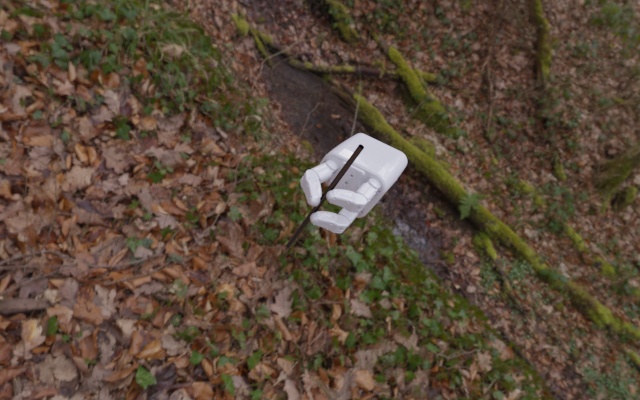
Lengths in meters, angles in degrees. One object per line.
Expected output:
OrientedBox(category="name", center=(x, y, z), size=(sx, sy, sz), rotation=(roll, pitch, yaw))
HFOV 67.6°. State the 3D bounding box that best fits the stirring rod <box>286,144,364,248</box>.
OrientedBox(category="stirring rod", center=(0.000, 0.002, 0.701), size=(0.011, 0.011, 0.240), rotation=(0, -37, -34))
